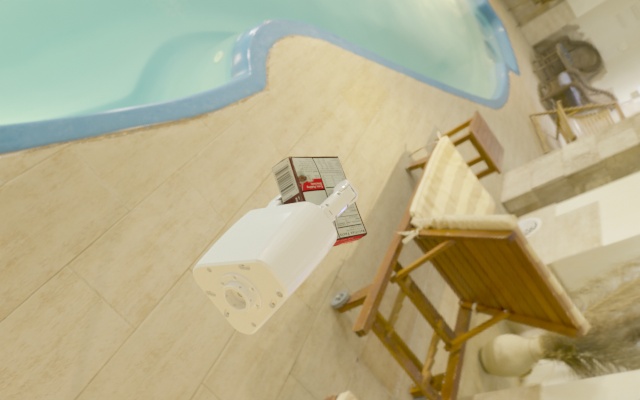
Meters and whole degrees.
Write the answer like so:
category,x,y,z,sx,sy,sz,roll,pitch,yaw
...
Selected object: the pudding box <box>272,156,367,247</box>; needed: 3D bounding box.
category,x,y,z,sx,sy,sz,roll,pitch,yaw
pudding box,0.000,0.002,0.583,0.090,0.113,0.039,-5,-18,-47
